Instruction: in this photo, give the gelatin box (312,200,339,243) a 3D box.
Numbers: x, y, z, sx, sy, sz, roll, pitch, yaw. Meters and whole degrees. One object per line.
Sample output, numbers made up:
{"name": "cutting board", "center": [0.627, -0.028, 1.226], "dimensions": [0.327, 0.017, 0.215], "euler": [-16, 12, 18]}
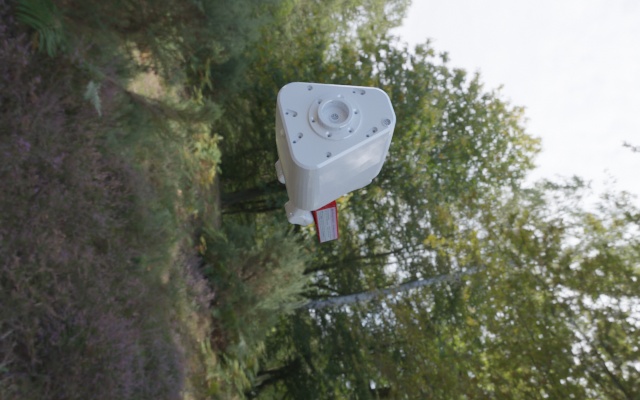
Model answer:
{"name": "gelatin box", "center": [0.001, 0.002, 0.620], "dimensions": [0.030, 0.073, 0.089], "euler": [-14, -32, -3]}
